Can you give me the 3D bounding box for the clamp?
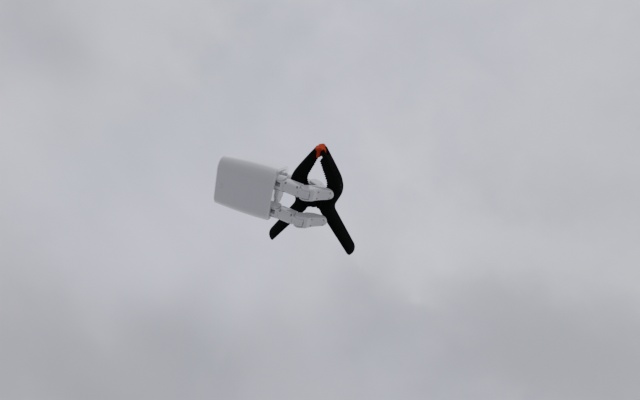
[{"bbox_3d":[0.000,0.002,0.862,0.164,0.210,0.036,16,27,5],"label":"clamp"}]
